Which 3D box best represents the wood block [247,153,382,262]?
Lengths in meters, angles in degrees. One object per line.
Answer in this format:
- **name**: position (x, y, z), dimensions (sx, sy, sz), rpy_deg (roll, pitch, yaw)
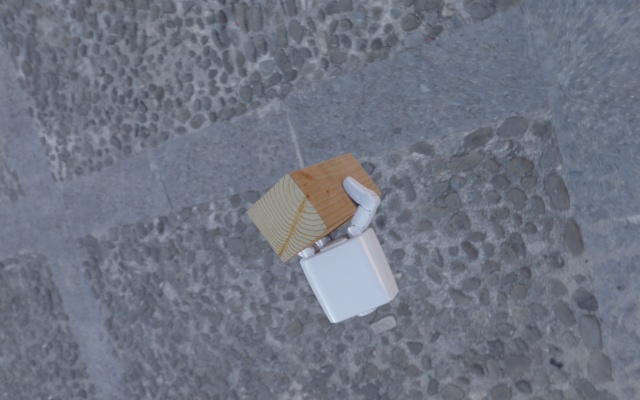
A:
- **wood block**: position (0.000, 0.003, 0.710), dimensions (0.091, 0.090, 0.206), rpy_deg (-40, -7, 29)
